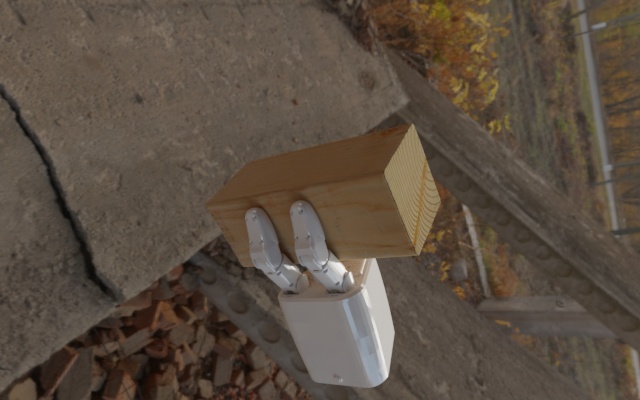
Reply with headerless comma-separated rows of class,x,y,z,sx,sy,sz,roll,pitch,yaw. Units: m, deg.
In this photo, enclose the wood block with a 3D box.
wood block,0.000,0.002,0.481,0.206,0.090,0.090,-9,29,34
